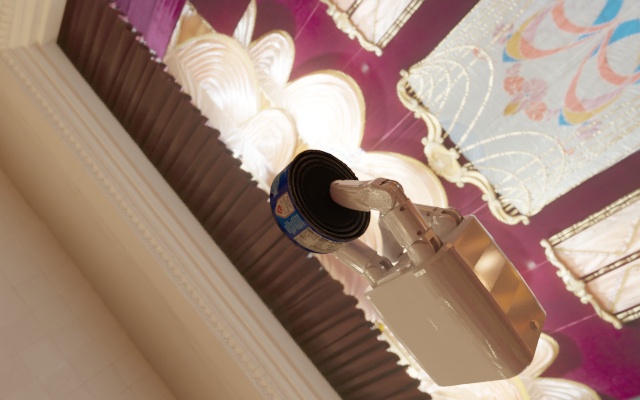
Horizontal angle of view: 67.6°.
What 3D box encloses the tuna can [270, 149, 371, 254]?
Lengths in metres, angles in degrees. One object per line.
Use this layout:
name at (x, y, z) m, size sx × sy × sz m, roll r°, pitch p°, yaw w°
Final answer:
tuna can at (0.000, 0.002, 0.406) m, size 0.086 × 0.086 × 0.034 m, roll 0°, pitch -27°, yaw -42°
